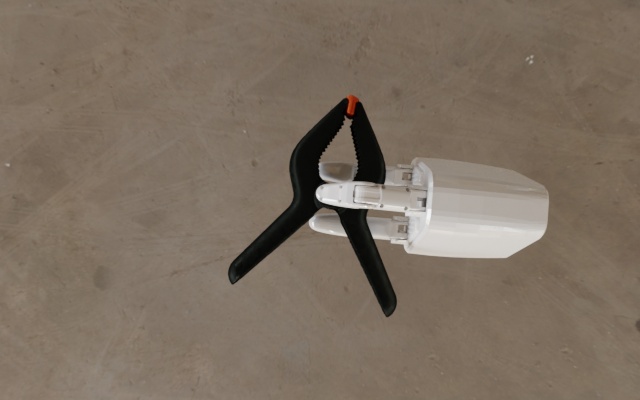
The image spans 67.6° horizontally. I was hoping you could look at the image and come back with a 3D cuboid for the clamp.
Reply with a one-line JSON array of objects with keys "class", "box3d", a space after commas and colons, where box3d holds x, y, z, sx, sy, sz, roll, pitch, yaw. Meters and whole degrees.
[{"class": "clamp", "box3d": [0.000, 0.001, 0.464, 0.164, 0.210, 0.036, 5, -3, -2]}]
